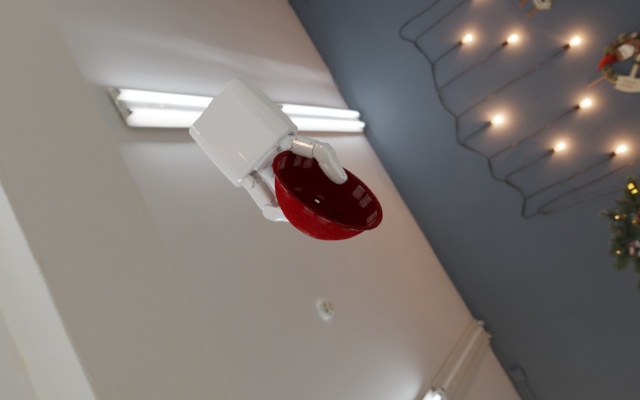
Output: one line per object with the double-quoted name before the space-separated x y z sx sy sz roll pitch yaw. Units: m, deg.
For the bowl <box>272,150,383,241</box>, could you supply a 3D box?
"bowl" 0.001 0.003 0.630 0.162 0.055 0.162 24 28 -14
